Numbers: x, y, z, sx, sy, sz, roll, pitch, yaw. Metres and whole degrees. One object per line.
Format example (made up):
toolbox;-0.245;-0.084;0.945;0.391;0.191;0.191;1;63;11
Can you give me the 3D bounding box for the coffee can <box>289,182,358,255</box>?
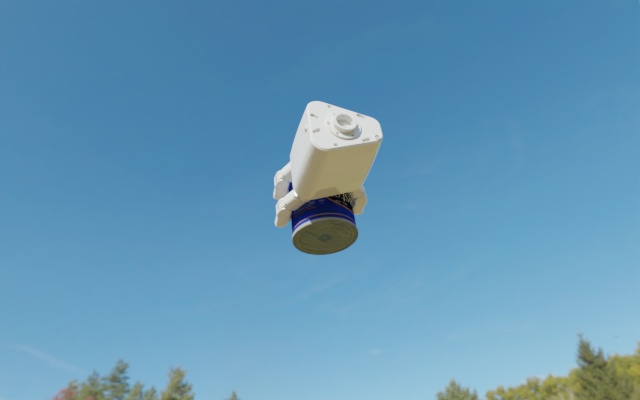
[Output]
coffee can;0.000;0.003;0.773;0.103;0.140;0.103;-5;-35;-4
